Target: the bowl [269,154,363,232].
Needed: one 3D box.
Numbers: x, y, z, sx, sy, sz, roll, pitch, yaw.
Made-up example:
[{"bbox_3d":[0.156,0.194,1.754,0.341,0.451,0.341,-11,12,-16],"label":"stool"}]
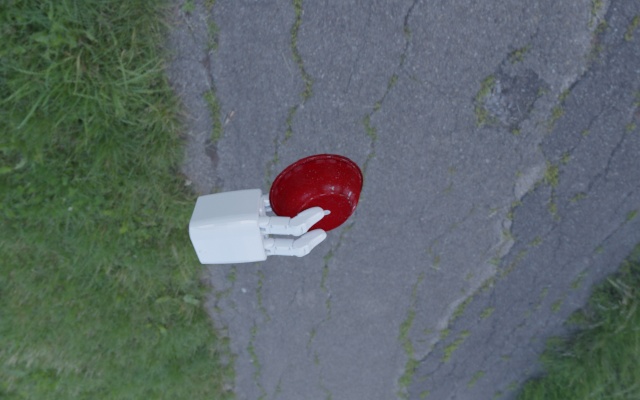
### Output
[{"bbox_3d":[0.001,0.002,0.773,0.162,0.055,0.162,-11,-42,-10],"label":"bowl"}]
